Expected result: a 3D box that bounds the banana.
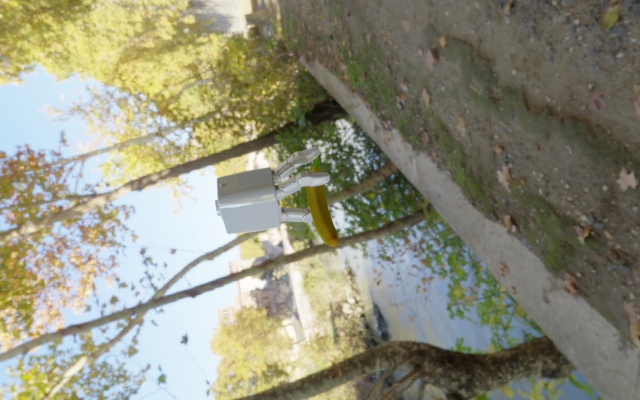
[{"bbox_3d":[-0.001,0.010,0.895,0.037,0.197,0.070,-9,-30,-8],"label":"banana"}]
